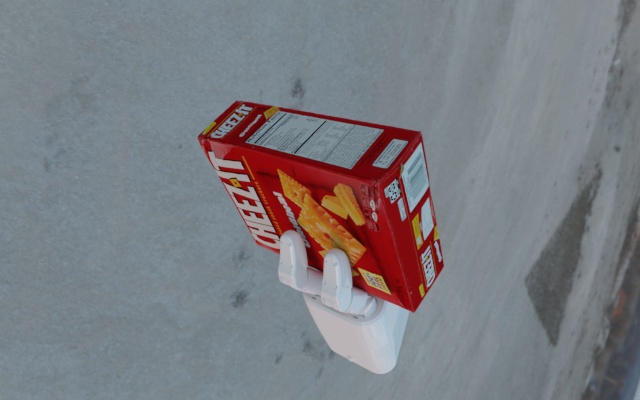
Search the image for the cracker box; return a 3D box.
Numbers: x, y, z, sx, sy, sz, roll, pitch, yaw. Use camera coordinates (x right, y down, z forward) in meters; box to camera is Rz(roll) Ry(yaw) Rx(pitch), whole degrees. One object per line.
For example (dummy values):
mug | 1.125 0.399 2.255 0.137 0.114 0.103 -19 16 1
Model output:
cracker box | 0.000 0.001 0.459 0.213 0.164 0.072 17 53 36
